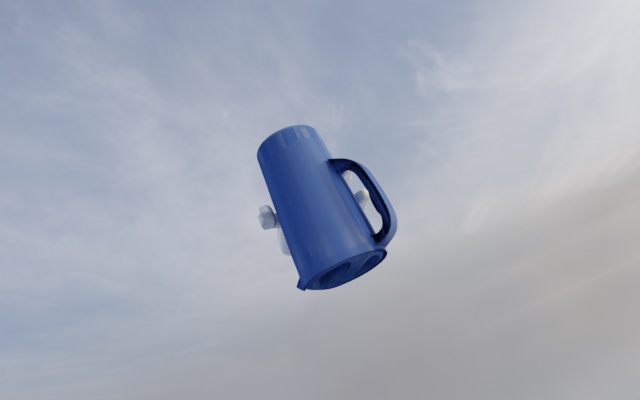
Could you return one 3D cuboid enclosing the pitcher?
[{"bbox_3d":[0.000,0.002,0.723,0.149,0.242,0.145,-18,-23,-16],"label":"pitcher"}]
